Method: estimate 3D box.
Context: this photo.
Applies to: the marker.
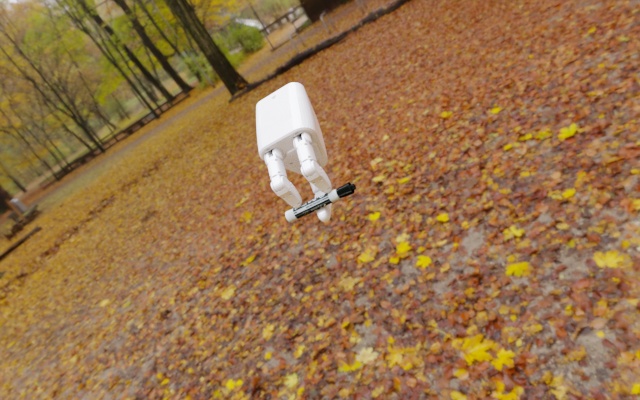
[{"bbox_3d":[0.000,0.002,0.733,0.121,0.020,0.020,-25,-10,21],"label":"marker"}]
